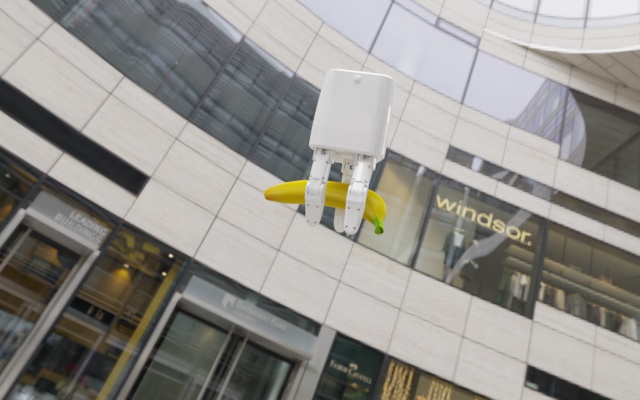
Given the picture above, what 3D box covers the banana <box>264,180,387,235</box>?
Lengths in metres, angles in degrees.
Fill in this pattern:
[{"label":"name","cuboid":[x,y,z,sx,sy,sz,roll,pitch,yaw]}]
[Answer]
[{"label":"banana","cuboid":[0.014,-0.003,0.655,0.198,0.037,0.069,14,26,34]}]
